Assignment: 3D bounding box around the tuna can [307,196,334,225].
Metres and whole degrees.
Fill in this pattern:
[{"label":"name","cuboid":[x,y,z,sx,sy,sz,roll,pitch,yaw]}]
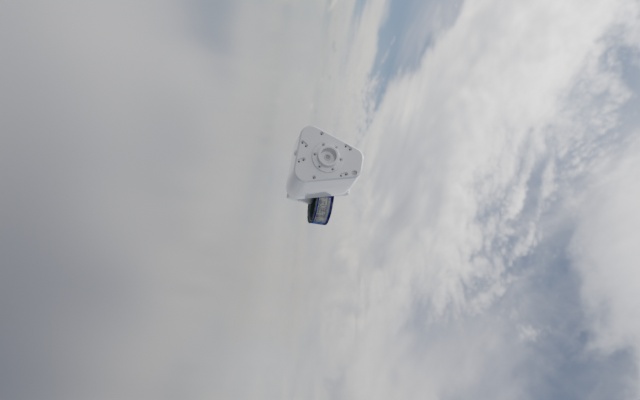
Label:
[{"label":"tuna can","cuboid":[0.001,0.003,0.898,0.034,0.086,0.086,9,-2,-10]}]
